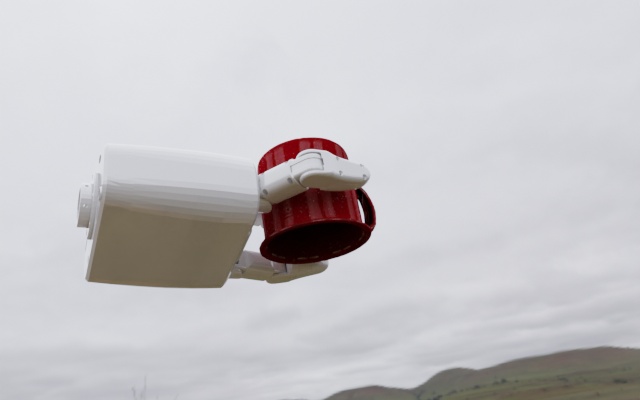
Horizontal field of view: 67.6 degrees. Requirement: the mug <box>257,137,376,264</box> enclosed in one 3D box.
[{"bbox_3d":[0.001,0.001,0.414,0.117,0.081,0.093,7,-30,-32],"label":"mug"}]
